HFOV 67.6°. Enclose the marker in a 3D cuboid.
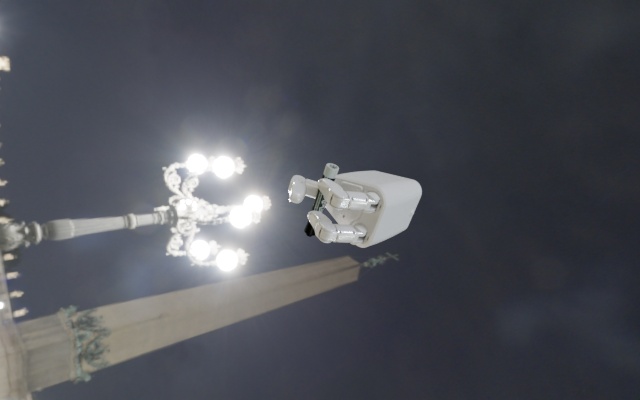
[{"bbox_3d":[0.000,0.002,0.701,0.020,0.121,0.020,15,28,-8],"label":"marker"}]
